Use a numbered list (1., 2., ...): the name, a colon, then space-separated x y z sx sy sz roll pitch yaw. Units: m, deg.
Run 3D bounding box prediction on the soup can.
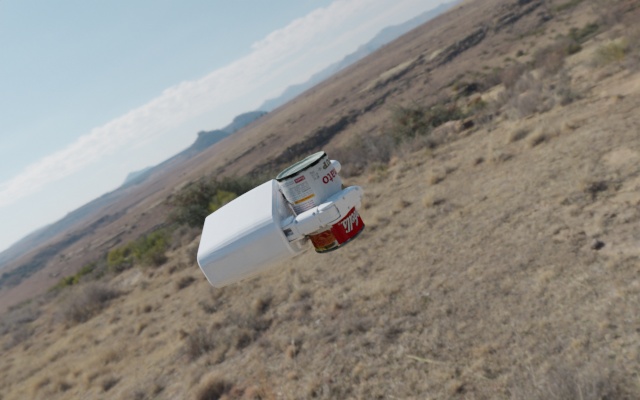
1. soup can: 0.000 0.001 0.566 0.068 0.102 0.068 -27 13 7
